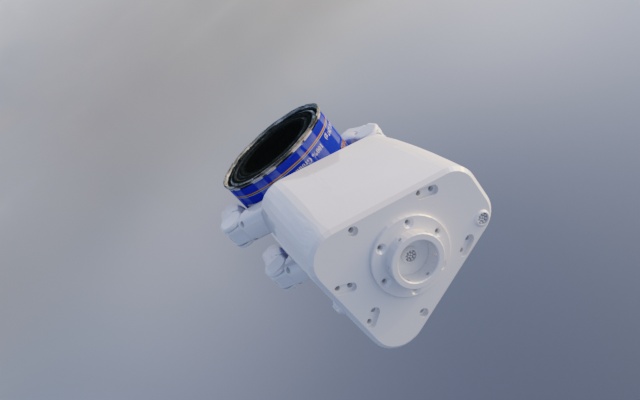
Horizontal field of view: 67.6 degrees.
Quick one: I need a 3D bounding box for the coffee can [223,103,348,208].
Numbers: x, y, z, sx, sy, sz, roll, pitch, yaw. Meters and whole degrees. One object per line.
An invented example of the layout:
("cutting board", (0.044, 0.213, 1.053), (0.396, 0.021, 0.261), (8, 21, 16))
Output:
("coffee can", (0.000, 0.001, 0.423), (0.140, 0.102, 0.103), (49, -25, -24))
